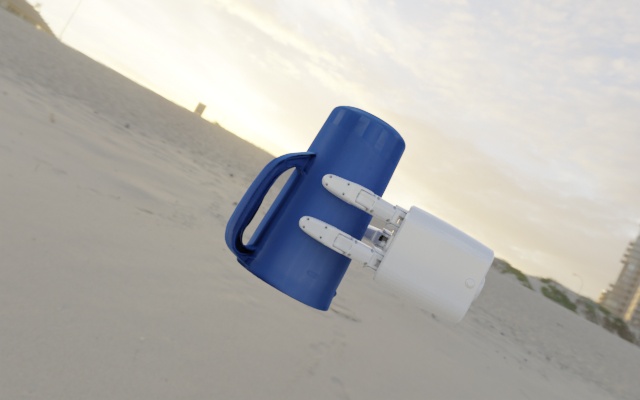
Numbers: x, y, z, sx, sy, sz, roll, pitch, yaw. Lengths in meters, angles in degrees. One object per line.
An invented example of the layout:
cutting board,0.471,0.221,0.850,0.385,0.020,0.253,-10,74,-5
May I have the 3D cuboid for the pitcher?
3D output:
pitcher,0.000,0.002,0.603,0.145,0.243,0.149,28,-4,11
